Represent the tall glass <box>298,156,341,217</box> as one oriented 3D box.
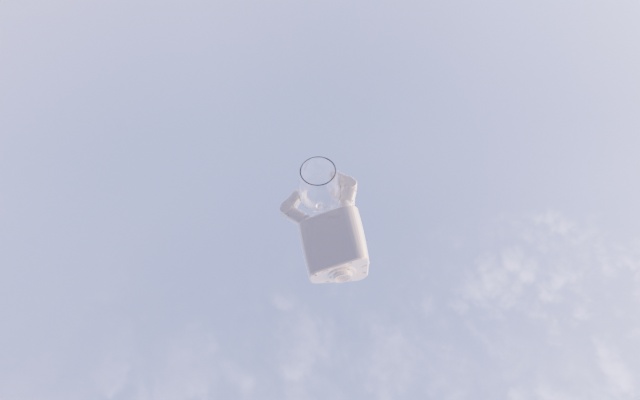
[{"bbox_3d":[0.000,0.003,0.888,0.079,0.079,0.201,0,-33,3],"label":"tall glass"}]
